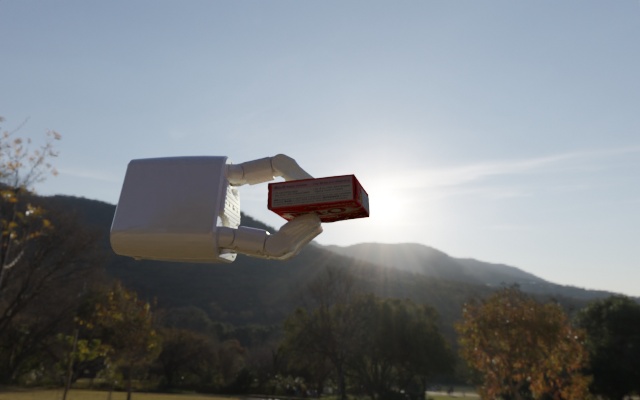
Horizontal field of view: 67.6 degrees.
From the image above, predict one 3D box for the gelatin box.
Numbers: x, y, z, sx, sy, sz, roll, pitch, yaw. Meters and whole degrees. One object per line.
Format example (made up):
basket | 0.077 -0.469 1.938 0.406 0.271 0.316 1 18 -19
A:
gelatin box | 0.000 0.001 0.480 0.089 0.030 0.073 -6 -16 15
